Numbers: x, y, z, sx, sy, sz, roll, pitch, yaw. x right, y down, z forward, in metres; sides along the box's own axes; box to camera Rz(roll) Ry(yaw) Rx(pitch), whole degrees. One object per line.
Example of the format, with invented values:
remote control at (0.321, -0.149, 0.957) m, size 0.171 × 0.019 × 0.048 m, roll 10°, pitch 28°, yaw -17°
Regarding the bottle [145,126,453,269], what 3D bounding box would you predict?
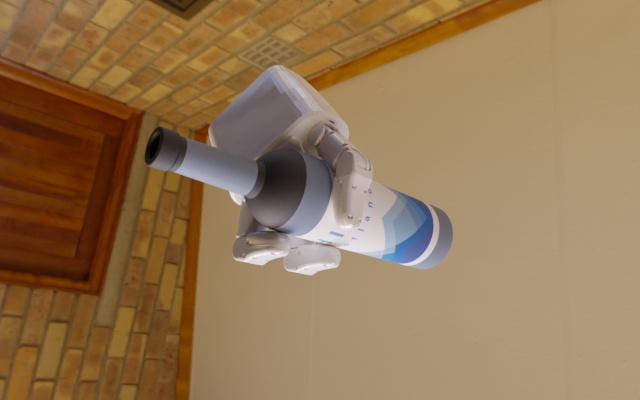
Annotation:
bottle at (0.000, 0.001, 0.402) m, size 0.296 × 0.069 × 0.069 m, roll 19°, pitch -12°, yaw -39°
